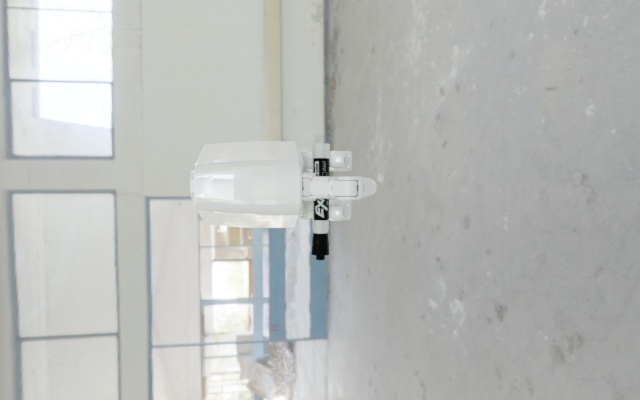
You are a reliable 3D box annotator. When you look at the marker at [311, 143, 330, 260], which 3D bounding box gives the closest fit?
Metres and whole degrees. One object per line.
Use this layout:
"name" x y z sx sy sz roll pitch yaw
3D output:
"marker" 0.000 0.002 0.497 0.020 0.121 0.020 0 3 0
